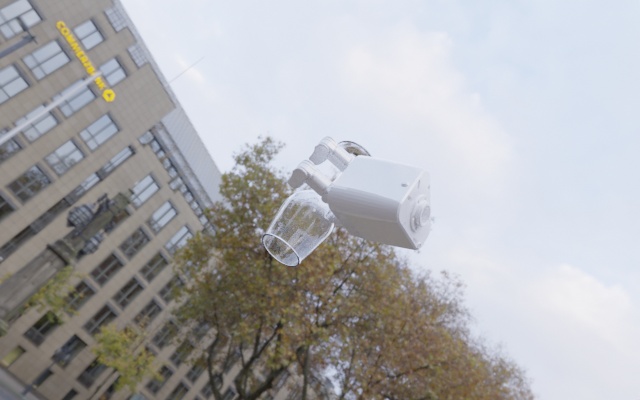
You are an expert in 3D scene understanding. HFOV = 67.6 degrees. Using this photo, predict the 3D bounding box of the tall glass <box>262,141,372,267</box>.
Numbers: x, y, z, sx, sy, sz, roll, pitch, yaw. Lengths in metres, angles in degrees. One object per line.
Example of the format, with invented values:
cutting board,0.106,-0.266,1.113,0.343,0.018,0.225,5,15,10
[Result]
tall glass,0.000,0.002,0.689,0.079,0.079,0.201,0,41,46
